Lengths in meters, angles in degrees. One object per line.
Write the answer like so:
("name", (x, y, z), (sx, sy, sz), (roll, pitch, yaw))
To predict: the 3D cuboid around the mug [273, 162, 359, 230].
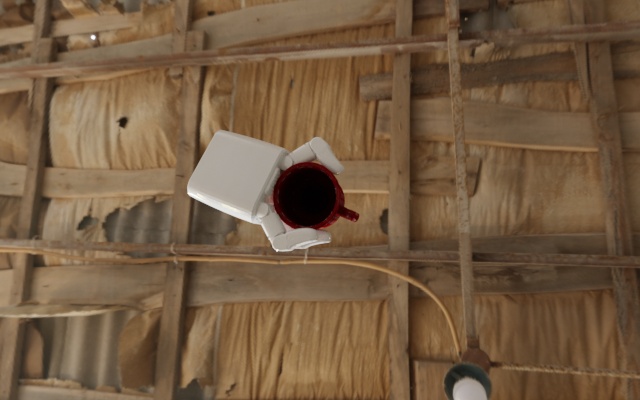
("mug", (0.002, 0.003, 0.670), (0.117, 0.093, 0.081), (20, -1, 13))
